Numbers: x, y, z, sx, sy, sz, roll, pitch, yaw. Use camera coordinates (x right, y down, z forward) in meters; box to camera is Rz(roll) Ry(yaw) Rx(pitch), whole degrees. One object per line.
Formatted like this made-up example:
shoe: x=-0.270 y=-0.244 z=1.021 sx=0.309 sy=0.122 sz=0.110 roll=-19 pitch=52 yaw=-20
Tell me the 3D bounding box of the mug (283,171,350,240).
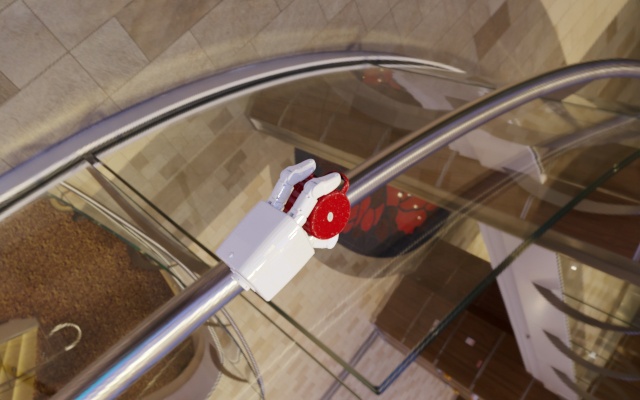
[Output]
mug: x=0.001 y=0.002 z=0.752 sx=0.081 sy=0.117 sz=0.093 roll=28 pitch=-19 yaw=43
